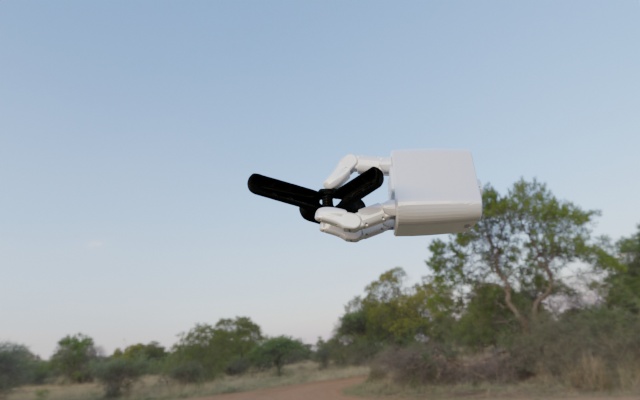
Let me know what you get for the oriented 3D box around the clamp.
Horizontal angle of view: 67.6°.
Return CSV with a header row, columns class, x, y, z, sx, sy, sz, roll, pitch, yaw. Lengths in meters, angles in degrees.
class,x,y,z,sx,sy,sz,roll,pitch,yaw
clamp,0.000,0.001,0.646,0.164,0.036,0.210,1,-18,6
